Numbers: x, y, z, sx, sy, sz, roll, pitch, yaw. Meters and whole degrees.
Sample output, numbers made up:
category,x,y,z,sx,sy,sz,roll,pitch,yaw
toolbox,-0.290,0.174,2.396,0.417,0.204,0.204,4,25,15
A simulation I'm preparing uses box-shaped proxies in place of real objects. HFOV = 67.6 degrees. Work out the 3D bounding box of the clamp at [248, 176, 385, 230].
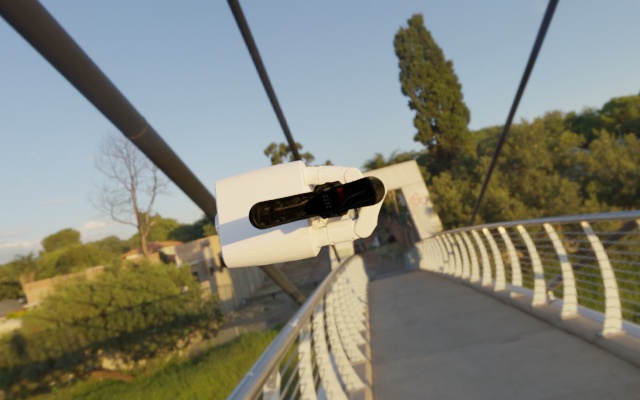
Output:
category,x,y,z,sx,sy,sz,roll,pitch,yaw
clamp,0.000,0.001,0.473,0.120,0.039,0.171,-7,-2,4
